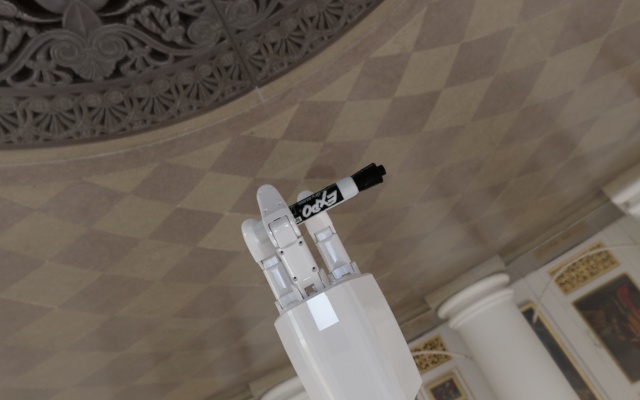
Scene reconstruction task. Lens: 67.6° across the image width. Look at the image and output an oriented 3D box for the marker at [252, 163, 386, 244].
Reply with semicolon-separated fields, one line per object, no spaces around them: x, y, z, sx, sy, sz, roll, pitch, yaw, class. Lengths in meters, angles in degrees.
0.000;0.001;0.401;0.121;0.020;0.020;-27;0;-1;marker
